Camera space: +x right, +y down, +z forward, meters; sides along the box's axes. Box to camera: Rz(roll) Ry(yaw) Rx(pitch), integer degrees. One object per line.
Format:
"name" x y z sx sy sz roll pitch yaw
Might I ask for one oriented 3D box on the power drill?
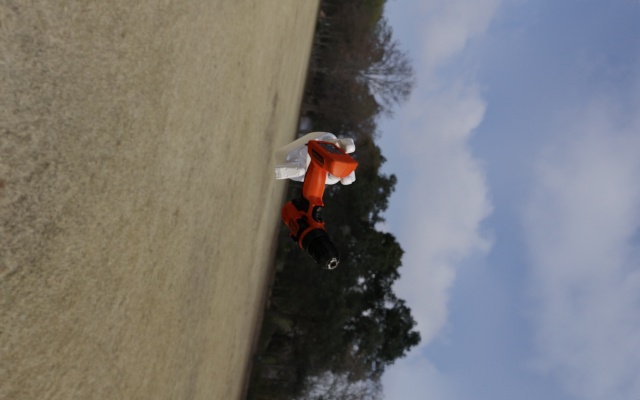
"power drill" 0.000 0.002 0.833 0.057 0.188 0.184 4 27 -35
